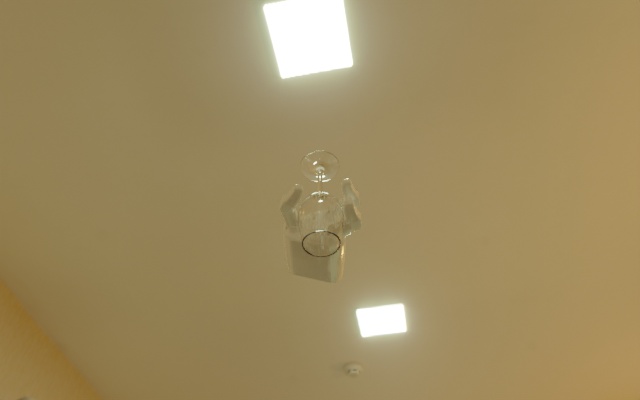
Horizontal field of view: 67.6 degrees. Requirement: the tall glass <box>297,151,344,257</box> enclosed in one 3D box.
[{"bbox_3d":[0.000,0.002,0.826,0.079,0.079,0.200,0,42,-1],"label":"tall glass"}]
